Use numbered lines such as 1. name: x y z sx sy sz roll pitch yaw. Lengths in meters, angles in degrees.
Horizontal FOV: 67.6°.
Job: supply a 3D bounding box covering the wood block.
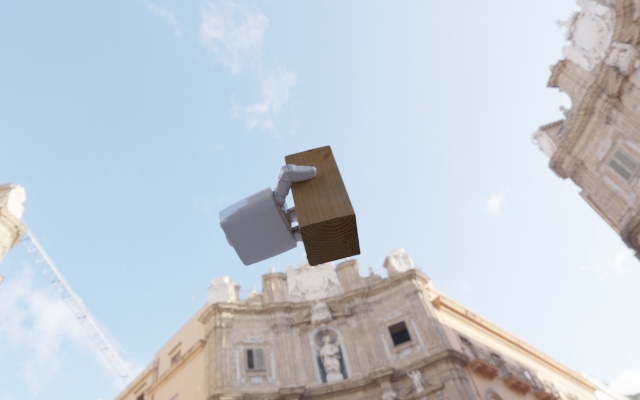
1. wood block: 0.000 0.002 0.826 0.090 0.091 0.206 -14 39 -2
